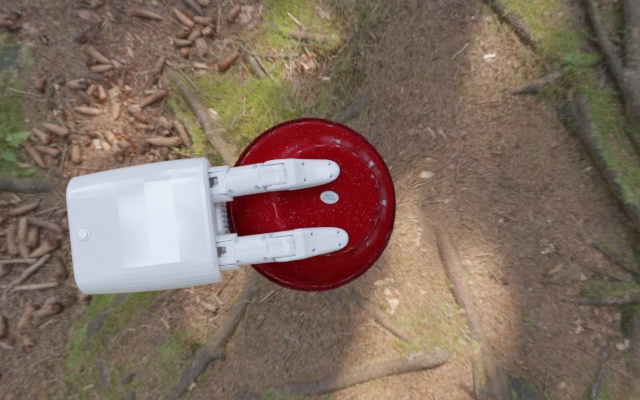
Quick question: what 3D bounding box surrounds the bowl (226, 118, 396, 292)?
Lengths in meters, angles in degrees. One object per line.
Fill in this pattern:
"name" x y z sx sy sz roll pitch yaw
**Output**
"bowl" 0.001 0.001 0.417 0.162 0.162 0.055 0 -4 -13
